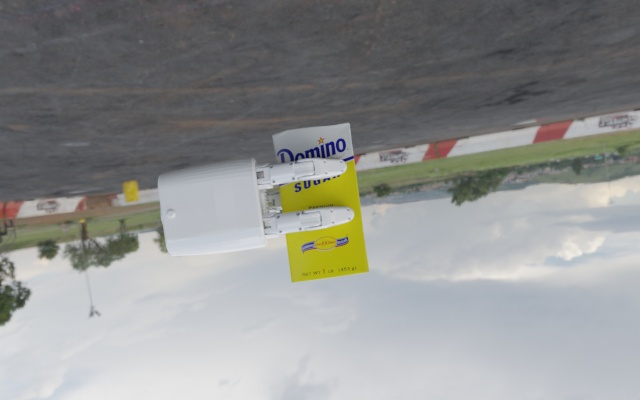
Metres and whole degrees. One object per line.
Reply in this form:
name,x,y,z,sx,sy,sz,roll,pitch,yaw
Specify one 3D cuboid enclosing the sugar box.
sugar box,0.000,0.002,0.564,0.093,0.176,0.048,-8,1,0
